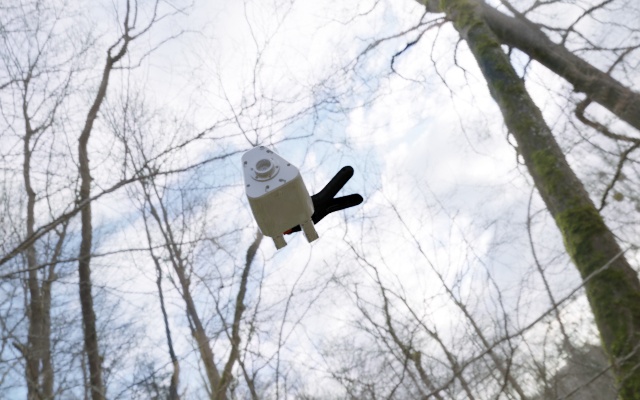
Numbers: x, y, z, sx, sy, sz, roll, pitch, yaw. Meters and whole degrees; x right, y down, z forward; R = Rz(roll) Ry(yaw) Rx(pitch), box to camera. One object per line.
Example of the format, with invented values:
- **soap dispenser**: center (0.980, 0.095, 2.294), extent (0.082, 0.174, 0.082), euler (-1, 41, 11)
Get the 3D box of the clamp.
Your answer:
- **clamp**: center (0.000, 0.003, 0.856), extent (0.171, 0.039, 0.120), euler (-28, -37, -11)
